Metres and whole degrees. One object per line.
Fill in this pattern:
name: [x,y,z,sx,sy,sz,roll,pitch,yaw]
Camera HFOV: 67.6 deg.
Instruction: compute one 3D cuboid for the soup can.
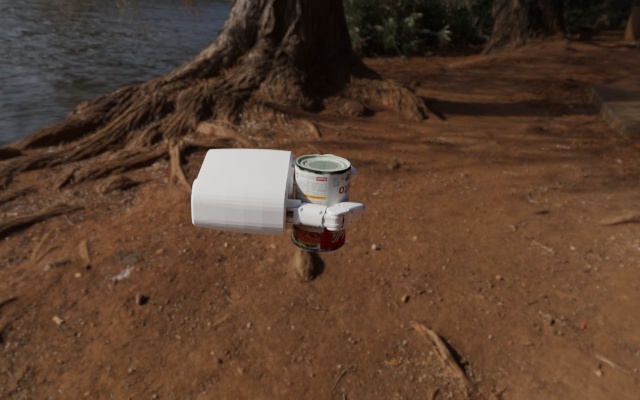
soup can: [0.001,0.002,0.578,0.068,0.102,0.068,3,22,-1]
